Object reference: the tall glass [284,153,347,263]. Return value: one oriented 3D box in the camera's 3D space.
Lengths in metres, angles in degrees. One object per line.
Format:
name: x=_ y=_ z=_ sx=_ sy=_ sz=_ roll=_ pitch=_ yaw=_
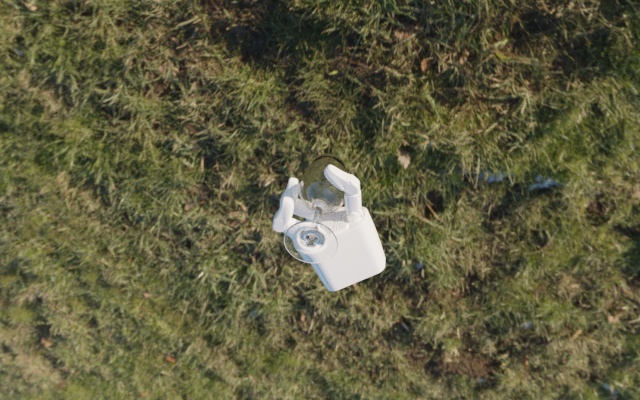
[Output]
tall glass: x=0.000 y=0.003 z=0.730 sx=0.079 sy=0.079 sz=0.201 roll=0 pitch=35 yaw=9
